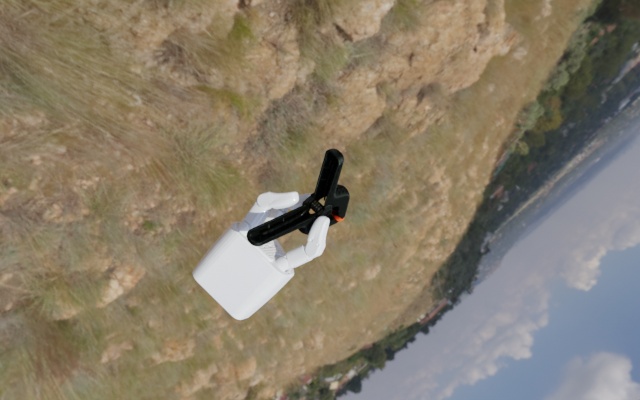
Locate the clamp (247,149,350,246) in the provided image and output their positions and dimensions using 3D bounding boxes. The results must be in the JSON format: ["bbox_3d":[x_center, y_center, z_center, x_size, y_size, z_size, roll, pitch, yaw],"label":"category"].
[{"bbox_3d":[0.001,0.003,0.685,0.164,0.036,0.210,-46,-19,14],"label":"clamp"}]
